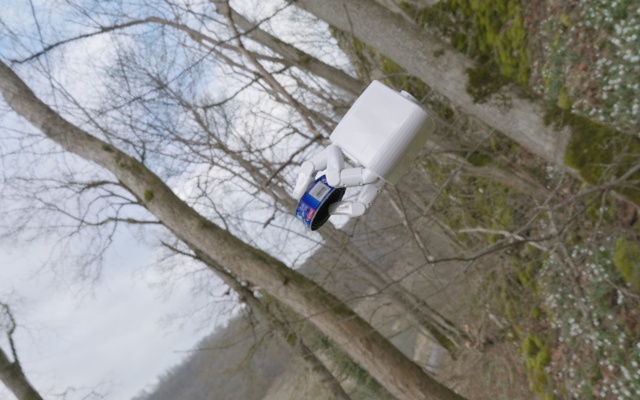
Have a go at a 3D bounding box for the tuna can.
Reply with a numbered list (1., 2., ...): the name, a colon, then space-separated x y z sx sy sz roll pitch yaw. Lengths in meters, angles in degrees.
1. tuna can: 0.000 0.002 0.725 0.033 0.086 0.086 36 11 16
